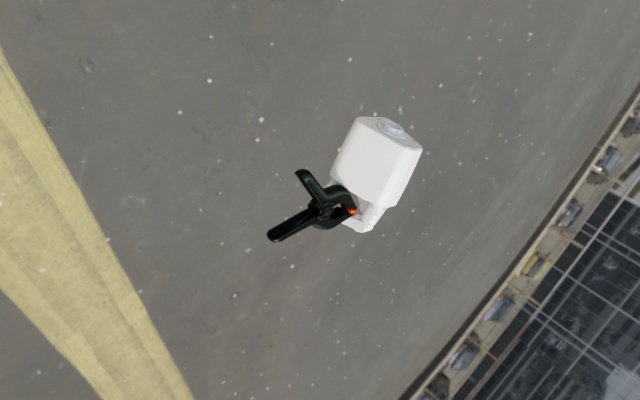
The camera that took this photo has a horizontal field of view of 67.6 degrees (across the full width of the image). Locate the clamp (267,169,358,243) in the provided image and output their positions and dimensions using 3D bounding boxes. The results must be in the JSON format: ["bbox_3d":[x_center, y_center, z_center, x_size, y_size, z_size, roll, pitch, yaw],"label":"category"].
[{"bbox_3d":[0.001,0.003,0.734,0.171,0.120,0.039,-11,46,-47],"label":"clamp"}]
